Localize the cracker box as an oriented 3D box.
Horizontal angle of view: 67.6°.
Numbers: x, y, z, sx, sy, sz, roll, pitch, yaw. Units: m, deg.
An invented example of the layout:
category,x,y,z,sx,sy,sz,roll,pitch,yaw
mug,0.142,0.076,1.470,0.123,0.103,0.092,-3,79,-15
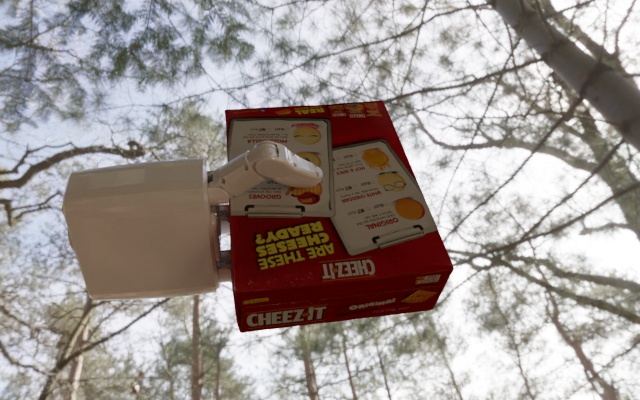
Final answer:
category,x,y,z,sx,sy,sz,roll,pitch,yaw
cracker box,0.000,0.001,0.431,0.164,0.213,0.072,-5,-42,-9
